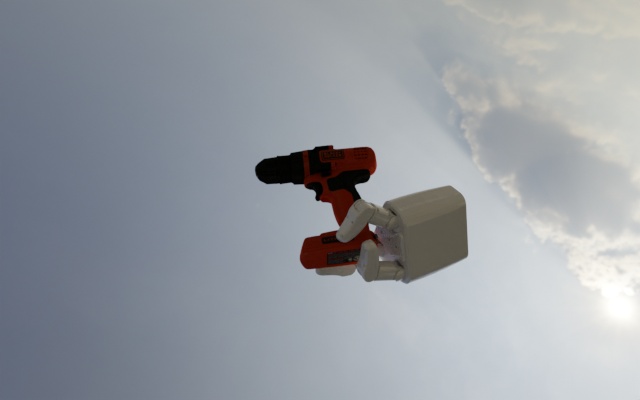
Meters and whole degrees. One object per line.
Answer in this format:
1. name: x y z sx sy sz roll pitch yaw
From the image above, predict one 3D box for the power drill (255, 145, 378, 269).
1. power drill: 0.000 0.003 0.684 0.184 0.187 0.057 -7 -34 -1
